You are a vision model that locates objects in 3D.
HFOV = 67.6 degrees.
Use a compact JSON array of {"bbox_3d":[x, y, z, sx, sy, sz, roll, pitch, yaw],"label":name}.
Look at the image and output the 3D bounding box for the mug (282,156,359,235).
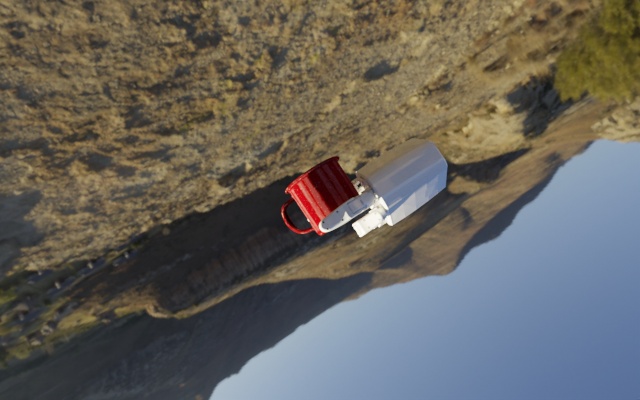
[{"bbox_3d":[-0.001,0.003,0.686,0.117,0.081,0.093,-34,-7,0],"label":"mug"}]
